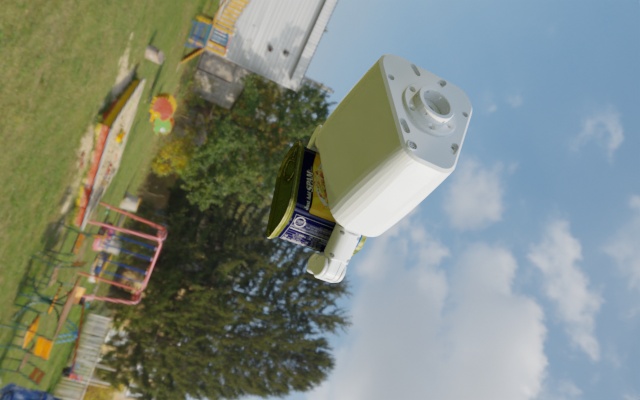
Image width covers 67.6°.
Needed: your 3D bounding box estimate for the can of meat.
[{"bbox_3d":[0.000,0.002,0.474,0.084,0.102,0.057,21,-41,-17],"label":"can of meat"}]
